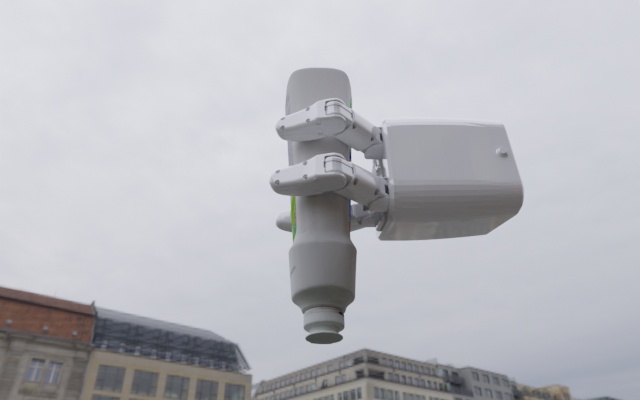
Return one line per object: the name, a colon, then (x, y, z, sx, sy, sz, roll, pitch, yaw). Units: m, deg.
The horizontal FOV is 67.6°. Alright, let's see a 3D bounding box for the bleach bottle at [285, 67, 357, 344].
bleach bottle: (0.000, 0.001, 0.425, 0.068, 0.250, 0.103, 0, -33, -2)
